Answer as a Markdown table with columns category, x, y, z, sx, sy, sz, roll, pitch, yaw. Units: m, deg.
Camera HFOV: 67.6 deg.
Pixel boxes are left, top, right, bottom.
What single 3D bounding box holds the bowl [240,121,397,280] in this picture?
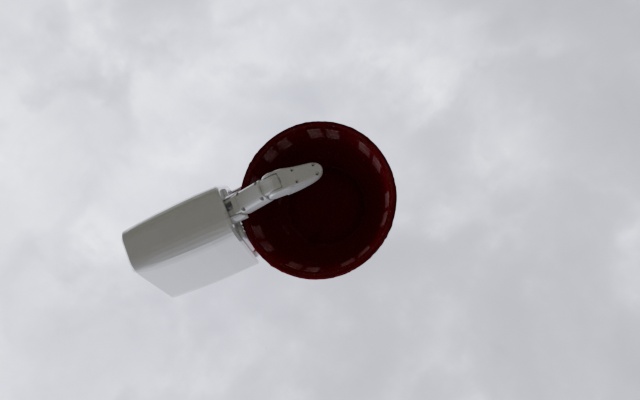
| category | x | y | z | sx | sy | sz | roll | pitch | yaw |
| --- | --- | --- | --- | --- | --- | --- | --- | --- | --- |
| bowl | 0.001 | 0.001 | 0.502 | 0.162 | 0.162 | 0.055 | 0 | -9 | 12 |
